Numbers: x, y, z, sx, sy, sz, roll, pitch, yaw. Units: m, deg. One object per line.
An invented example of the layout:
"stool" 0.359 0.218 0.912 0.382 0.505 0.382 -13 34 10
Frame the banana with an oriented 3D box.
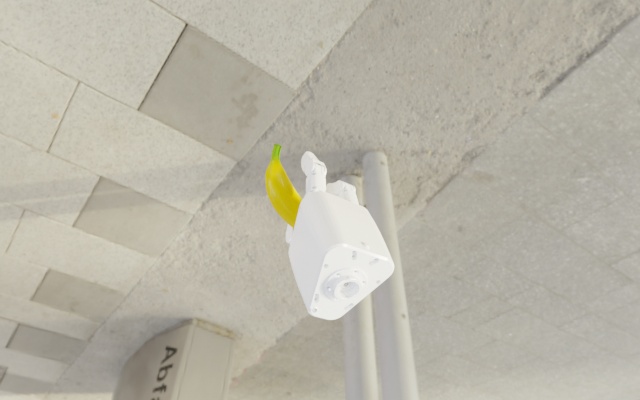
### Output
"banana" -0.015 0.014 0.661 0.198 0.069 0.037 47 -8 -29
